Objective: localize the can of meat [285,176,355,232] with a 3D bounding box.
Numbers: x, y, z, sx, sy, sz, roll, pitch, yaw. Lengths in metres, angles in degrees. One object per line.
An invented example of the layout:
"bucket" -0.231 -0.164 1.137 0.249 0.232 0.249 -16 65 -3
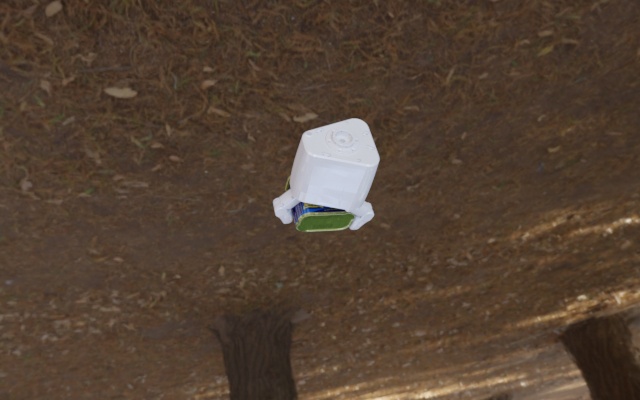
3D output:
"can of meat" 0.000 0.003 0.789 0.102 0.084 0.057 -2 -35 -19
